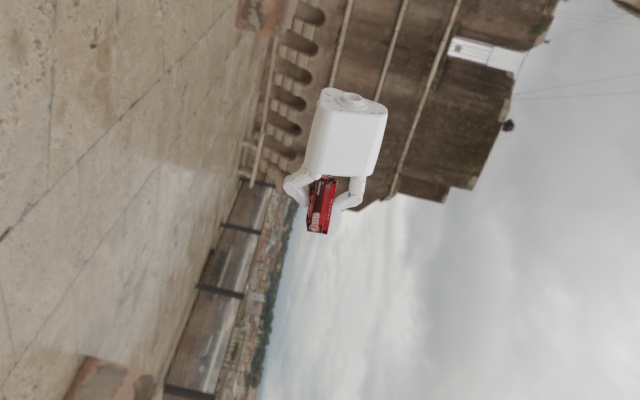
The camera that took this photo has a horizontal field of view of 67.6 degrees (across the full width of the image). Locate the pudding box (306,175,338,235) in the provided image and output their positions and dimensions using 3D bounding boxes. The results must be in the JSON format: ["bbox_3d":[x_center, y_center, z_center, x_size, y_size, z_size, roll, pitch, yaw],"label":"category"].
[{"bbox_3d":[0.000,0.003,0.806,0.039,0.090,0.113,11,6,-2],"label":"pudding box"}]
